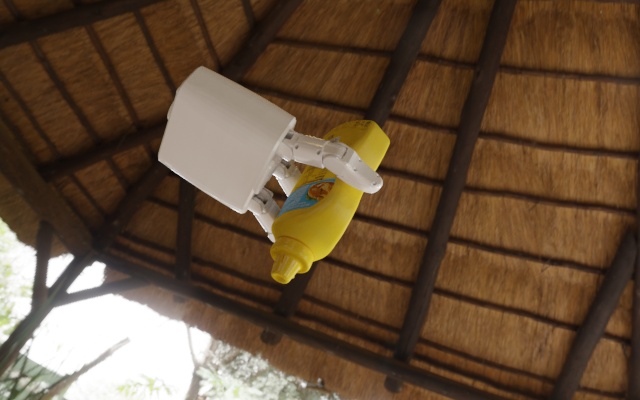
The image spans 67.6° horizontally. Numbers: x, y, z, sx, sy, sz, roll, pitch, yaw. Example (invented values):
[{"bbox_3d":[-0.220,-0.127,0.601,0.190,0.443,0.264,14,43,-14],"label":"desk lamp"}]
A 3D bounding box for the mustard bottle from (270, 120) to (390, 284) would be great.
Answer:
[{"bbox_3d":[0.000,0.002,0.488,0.096,0.191,0.058,-18,-56,46],"label":"mustard bottle"}]
